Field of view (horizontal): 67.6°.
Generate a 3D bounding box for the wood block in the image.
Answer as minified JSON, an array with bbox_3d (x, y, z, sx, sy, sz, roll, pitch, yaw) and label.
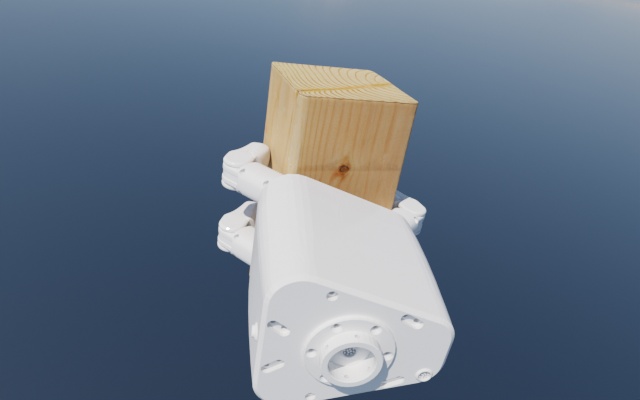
[{"bbox_3d":[0.000,0.001,0.402,0.091,0.206,0.090,-1,30,-21],"label":"wood block"}]
